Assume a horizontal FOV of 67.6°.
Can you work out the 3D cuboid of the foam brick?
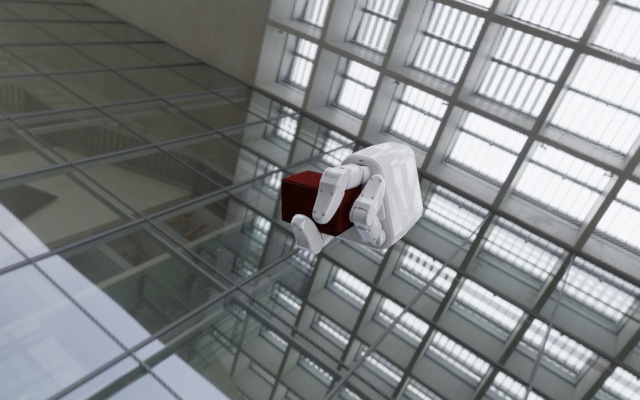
[{"bbox_3d":[0.000,0.002,0.552,0.078,0.053,0.051,16,25,29],"label":"foam brick"}]
